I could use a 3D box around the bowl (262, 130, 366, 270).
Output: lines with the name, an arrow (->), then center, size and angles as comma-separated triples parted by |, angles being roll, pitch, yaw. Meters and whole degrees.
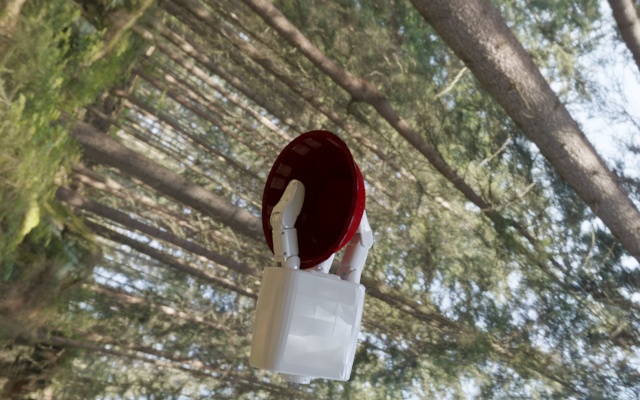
bowl -> 0.001, 0.001, 0.562 | 0.055, 0.162, 0.162 | 12, -8, -42
